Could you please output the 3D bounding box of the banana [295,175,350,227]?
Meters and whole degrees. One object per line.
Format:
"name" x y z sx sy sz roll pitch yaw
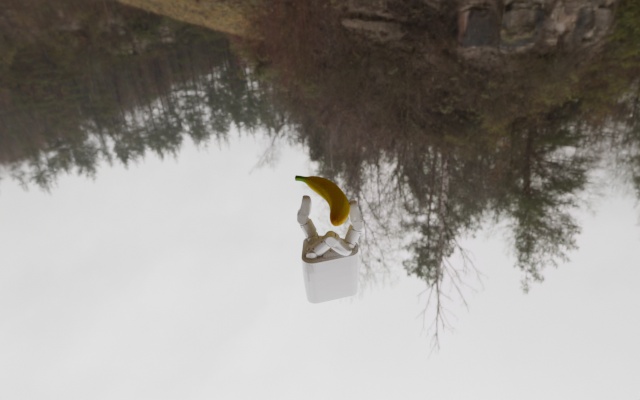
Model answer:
"banana" 0.016 -0.003 0.905 0.069 0.037 0.197 -14 30 -19
